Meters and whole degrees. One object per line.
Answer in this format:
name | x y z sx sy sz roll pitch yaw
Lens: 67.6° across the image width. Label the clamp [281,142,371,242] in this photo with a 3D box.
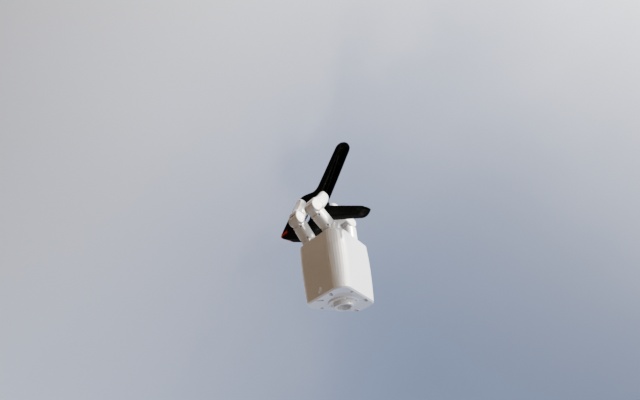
clamp | 0.000 0.004 0.863 0.036 0.164 0.210 22 -44 -35
